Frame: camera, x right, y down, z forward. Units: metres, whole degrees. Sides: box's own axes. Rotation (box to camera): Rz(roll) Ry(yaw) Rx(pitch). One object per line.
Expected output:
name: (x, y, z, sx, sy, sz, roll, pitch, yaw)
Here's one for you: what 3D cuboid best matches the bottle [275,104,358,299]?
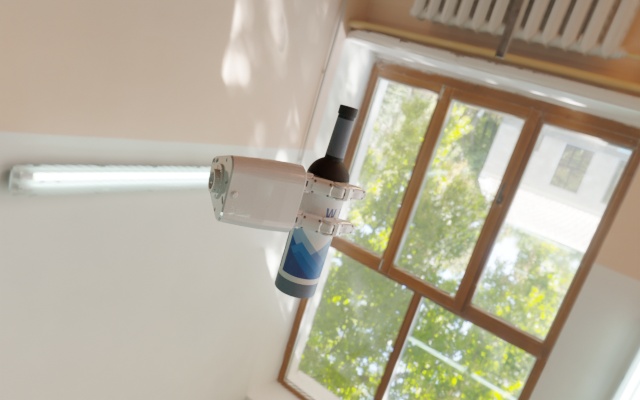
bottle: (0.000, 0.003, 0.720, 0.069, 0.296, 0.069, 16, 15, -4)
